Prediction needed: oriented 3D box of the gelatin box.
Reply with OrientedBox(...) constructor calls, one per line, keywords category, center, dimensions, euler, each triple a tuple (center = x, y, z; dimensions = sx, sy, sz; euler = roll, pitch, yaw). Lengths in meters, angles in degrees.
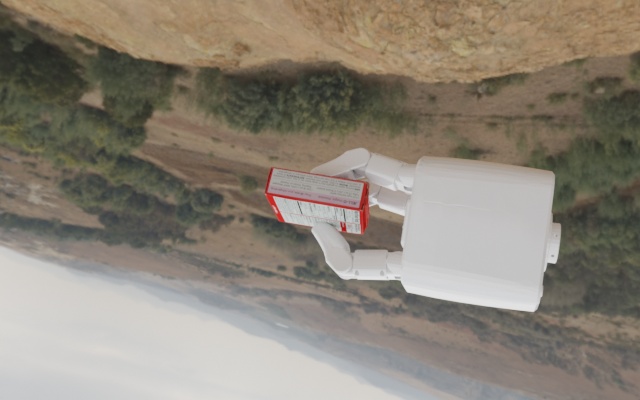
OrientedBox(category="gelatin box", center=(0.000, 0.002, 0.439), dimensions=(0.089, 0.030, 0.073), euler=(9, -19, 9))
